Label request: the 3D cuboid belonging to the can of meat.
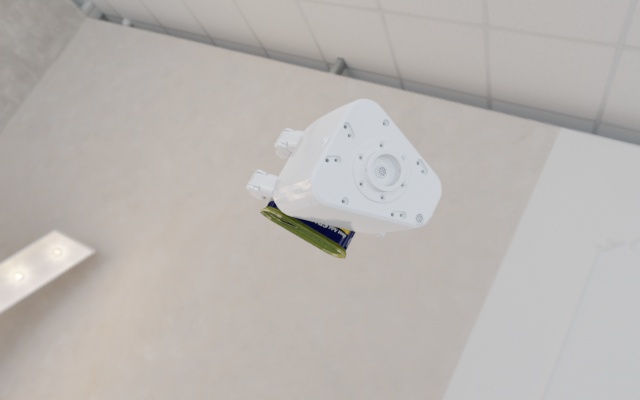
[{"bbox_3d":[0.000,0.001,0.519,0.102,0.084,0.057,31,-12,-11],"label":"can of meat"}]
